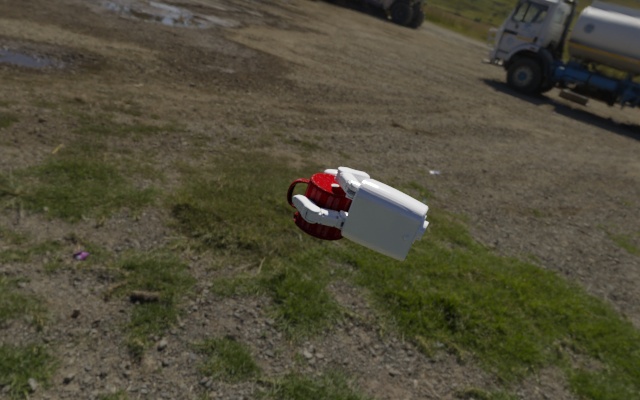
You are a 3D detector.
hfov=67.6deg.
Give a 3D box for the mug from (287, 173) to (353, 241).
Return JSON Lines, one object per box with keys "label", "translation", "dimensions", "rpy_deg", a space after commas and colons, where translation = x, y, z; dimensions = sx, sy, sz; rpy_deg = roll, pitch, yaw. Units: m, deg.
{"label": "mug", "translation": [-0.001, 0.002, 0.794], "dimensions": [0.117, 0.081, 0.093], "rpy_deg": [25, 25, 11]}
